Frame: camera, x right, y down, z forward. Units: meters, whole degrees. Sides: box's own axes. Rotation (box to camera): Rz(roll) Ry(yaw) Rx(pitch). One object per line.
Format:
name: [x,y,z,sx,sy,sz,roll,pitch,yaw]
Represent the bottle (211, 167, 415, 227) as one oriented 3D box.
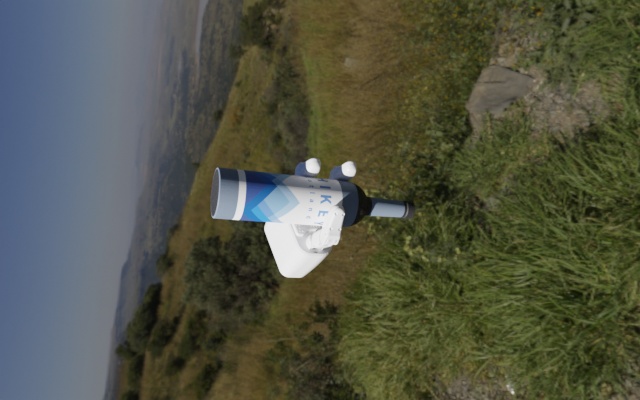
bottle: [0.000,0.002,0.671,0.296,0.069,0.069,5,-2,-21]
